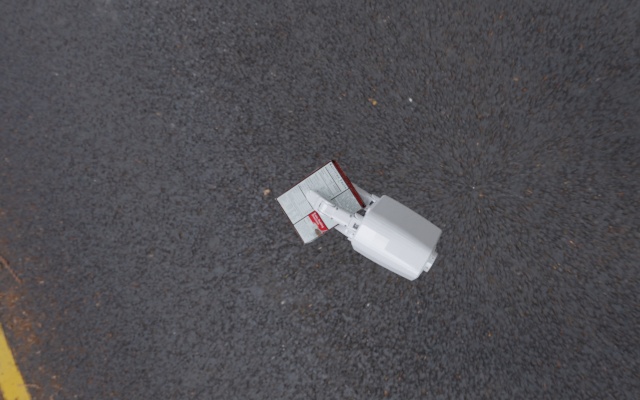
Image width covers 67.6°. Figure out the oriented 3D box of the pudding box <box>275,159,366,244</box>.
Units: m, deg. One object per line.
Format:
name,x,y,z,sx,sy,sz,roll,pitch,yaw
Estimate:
pudding box,0.000,0.002,0.739,0.113,0.090,0.039,-33,-3,13
